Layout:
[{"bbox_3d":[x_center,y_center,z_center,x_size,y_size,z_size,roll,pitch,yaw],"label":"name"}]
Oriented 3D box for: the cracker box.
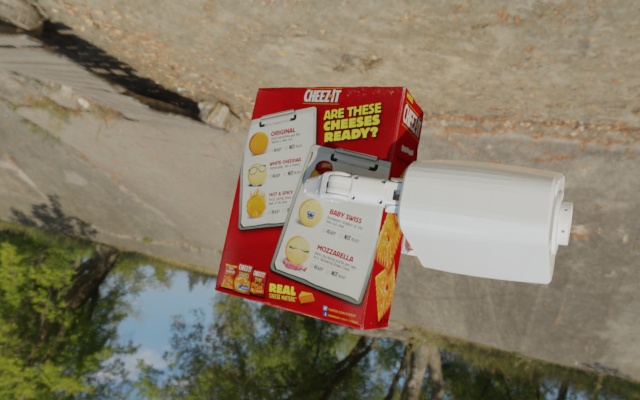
[{"bbox_3d":[0.000,0.002,0.469,0.164,0.213,0.072,7,-8,29],"label":"cracker box"}]
